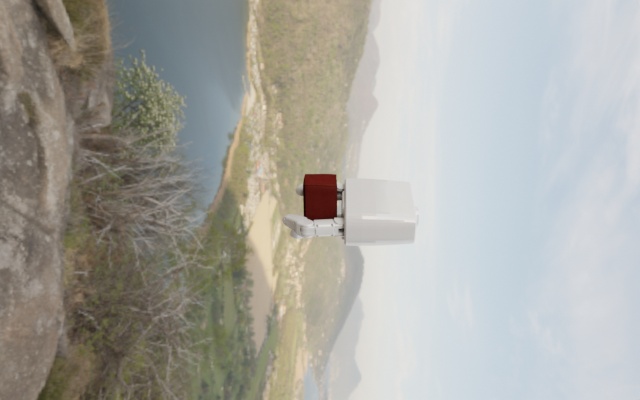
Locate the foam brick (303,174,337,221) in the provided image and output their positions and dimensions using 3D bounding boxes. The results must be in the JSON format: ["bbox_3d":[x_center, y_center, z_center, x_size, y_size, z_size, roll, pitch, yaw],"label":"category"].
[{"bbox_3d":[0.000,0.002,0.737,0.051,0.078,0.053,0,24,1],"label":"foam brick"}]
